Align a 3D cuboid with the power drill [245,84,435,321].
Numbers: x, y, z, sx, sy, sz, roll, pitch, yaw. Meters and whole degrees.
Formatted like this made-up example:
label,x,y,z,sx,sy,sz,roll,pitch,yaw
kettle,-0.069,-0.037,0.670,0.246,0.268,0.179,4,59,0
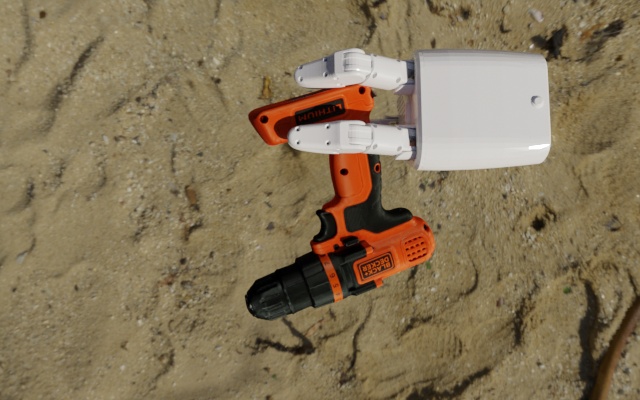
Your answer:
label,x,y,z,sx,sy,sz,roll,pitch,yaw
power drill,0.000,0.001,0.424,0.184,0.188,0.057,-21,18,-12
